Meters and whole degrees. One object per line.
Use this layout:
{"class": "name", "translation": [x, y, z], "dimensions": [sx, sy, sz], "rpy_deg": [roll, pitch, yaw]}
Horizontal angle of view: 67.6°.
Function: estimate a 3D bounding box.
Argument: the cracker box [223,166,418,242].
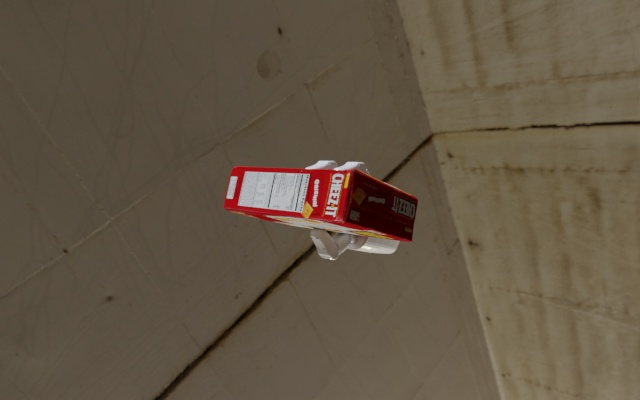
{"class": "cracker box", "translation": [0.000, 0.002, 0.660], "dimensions": [0.213, 0.072, 0.164], "rpy_deg": [4, -8, 40]}
